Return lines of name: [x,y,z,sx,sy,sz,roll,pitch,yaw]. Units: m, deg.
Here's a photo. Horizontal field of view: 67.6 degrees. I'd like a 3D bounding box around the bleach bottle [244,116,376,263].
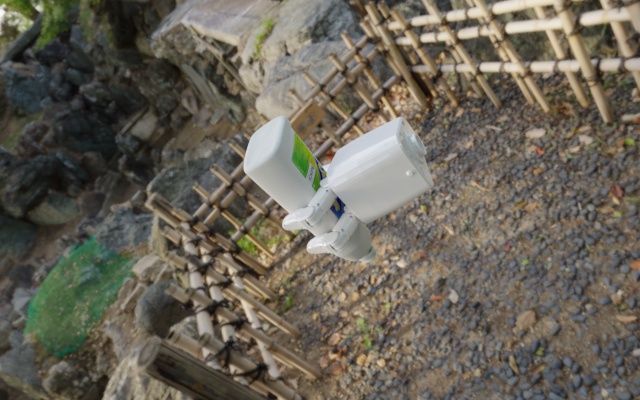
bleach bottle: [0.000,0.002,0.683,0.068,0.102,0.251,-28,-56,25]
